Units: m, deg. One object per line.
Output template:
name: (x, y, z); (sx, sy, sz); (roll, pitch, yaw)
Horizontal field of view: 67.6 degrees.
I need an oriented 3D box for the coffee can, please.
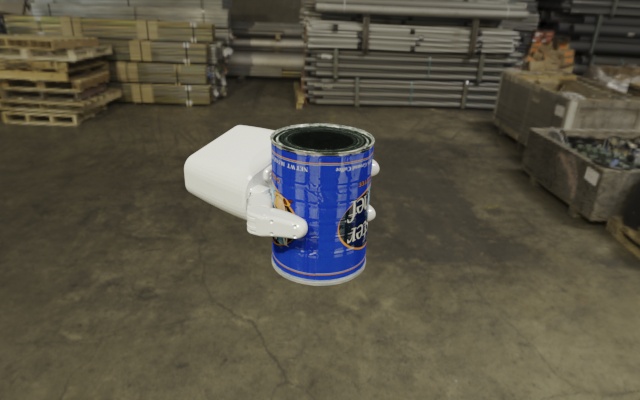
coffee can: (0.000, 0.002, 0.493); (0.103, 0.140, 0.102); (2, 24, -1)
